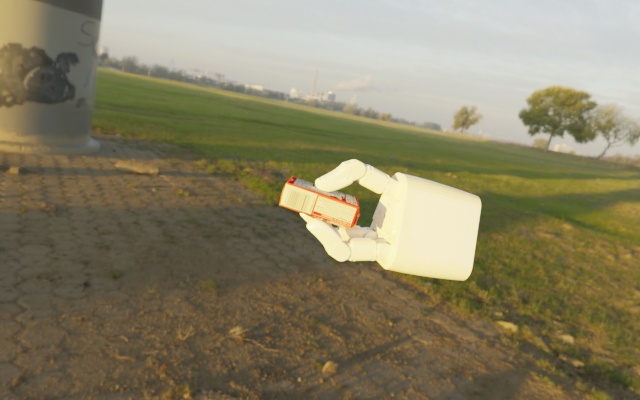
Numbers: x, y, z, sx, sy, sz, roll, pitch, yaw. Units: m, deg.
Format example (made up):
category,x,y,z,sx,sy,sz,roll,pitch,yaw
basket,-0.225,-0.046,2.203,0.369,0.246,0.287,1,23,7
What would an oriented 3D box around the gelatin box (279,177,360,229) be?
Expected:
category,x,y,z,sx,sy,sz,roll,pitch,yaw
gelatin box,0.000,0.001,0.560,0.089,0.030,0.073,19,9,-2
